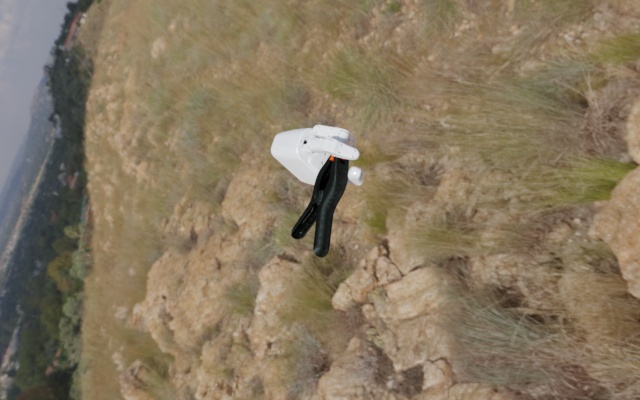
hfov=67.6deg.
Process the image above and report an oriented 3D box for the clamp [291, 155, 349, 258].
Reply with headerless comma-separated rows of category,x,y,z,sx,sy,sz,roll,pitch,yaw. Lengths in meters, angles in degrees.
clamp,0.000,0.002,0.780,0.039,0.171,0.120,22,-7,-32
